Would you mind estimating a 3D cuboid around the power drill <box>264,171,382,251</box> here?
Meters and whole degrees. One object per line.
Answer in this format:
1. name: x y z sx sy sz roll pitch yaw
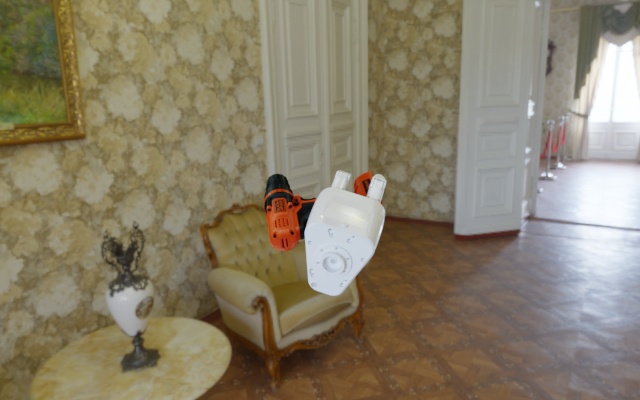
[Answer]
1. power drill: 0.001 0.003 0.792 0.187 0.057 0.184 -10 38 -2
